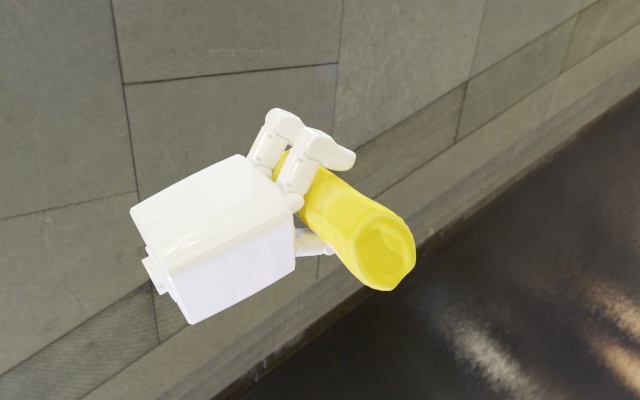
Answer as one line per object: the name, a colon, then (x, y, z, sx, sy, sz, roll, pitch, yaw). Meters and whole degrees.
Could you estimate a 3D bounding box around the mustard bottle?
mustard bottle: (0.000, 0.001, 0.444, 0.191, 0.058, 0.096, 39, -6, 45)
